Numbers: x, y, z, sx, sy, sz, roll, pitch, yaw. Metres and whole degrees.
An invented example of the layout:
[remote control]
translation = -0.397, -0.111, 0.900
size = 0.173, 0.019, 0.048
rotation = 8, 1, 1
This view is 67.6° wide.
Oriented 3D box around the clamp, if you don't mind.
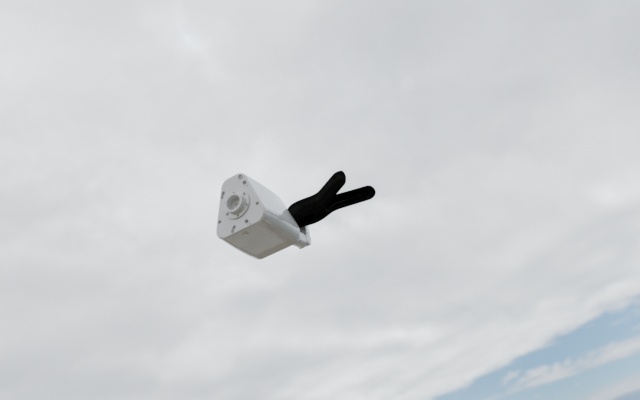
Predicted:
[clamp]
translation = 0.000, 0.002, 0.812
size = 0.171, 0.039, 0.120
rotation = -27, -31, 15
